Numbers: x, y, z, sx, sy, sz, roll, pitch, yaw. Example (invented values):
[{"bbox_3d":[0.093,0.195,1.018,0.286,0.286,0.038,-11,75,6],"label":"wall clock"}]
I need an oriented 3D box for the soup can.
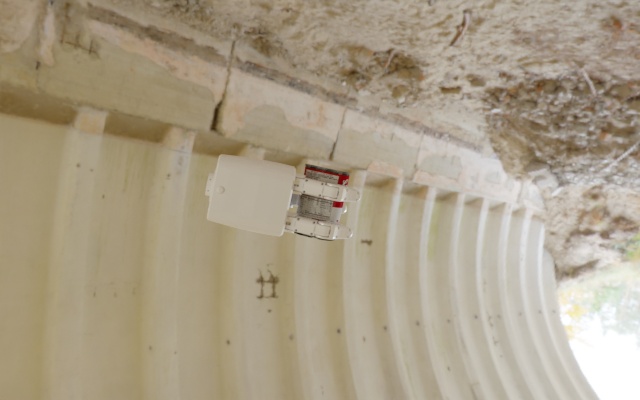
[{"bbox_3d":[0.001,0.003,0.706,0.068,0.102,0.068,12,4,-1],"label":"soup can"}]
